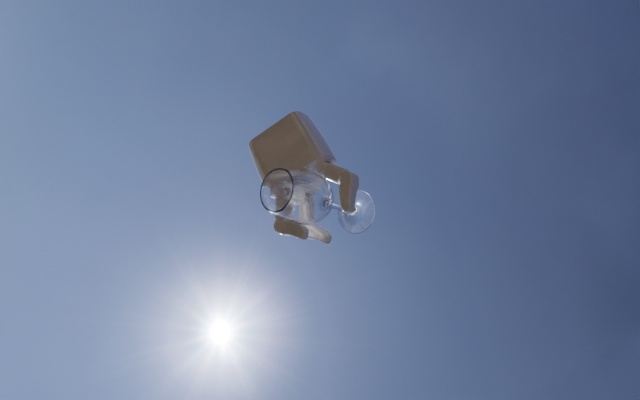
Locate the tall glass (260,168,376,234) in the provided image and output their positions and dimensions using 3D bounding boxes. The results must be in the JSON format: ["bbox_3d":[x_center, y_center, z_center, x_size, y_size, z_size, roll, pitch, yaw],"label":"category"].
[{"bbox_3d":[0.001,0.003,0.723,0.079,0.079,0.201,0,-9,38],"label":"tall glass"}]
